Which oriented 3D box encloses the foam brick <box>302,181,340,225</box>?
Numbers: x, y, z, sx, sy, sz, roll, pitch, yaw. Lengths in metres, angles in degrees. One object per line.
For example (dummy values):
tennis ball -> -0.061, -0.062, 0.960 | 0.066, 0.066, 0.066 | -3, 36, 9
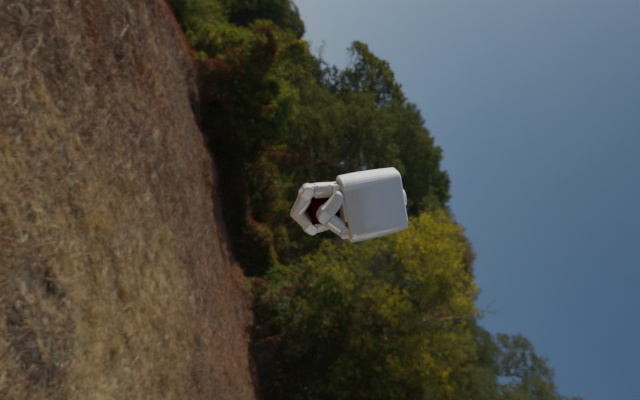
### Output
foam brick -> 0.000, 0.003, 0.869 | 0.051, 0.053, 0.078 | -12, 23, -7
